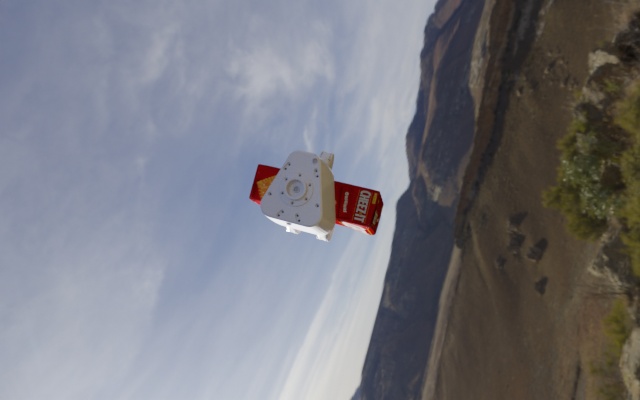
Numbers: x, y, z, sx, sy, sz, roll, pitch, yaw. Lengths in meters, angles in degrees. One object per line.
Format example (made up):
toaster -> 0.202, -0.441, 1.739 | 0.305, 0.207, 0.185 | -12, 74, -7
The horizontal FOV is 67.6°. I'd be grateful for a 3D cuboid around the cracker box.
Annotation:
cracker box -> 0.000, 0.003, 0.863 | 0.213, 0.072, 0.164 | 14, -5, 11
